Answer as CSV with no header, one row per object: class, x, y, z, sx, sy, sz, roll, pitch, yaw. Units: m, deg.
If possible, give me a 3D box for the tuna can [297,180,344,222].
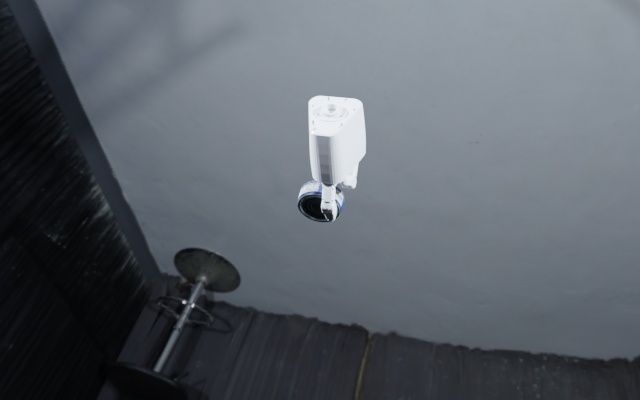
tuna can,0.000,0.003,0.897,0.086,0.033,0.086,9,-39,8
